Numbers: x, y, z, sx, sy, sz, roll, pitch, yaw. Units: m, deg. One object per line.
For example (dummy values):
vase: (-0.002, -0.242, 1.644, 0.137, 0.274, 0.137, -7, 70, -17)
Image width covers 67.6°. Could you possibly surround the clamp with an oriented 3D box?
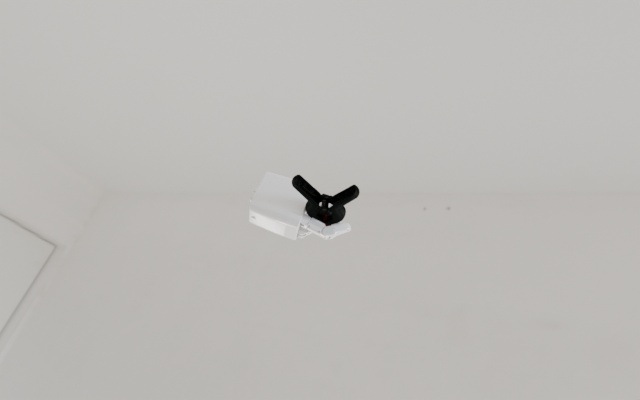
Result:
clamp: (0.000, 0.003, 0.900, 0.120, 0.039, 0.171, 20, -28, 1)
